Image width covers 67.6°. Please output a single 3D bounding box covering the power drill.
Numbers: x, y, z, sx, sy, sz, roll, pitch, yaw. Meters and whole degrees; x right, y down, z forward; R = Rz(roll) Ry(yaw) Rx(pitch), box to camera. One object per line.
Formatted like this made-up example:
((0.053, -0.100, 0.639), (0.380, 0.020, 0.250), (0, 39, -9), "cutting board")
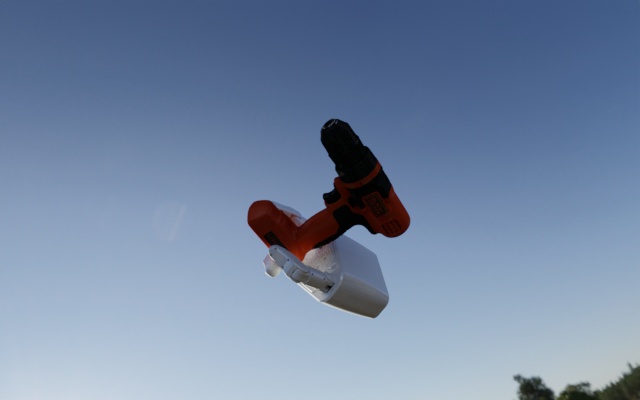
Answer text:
((0.000, 0.002, 0.621), (0.188, 0.184, 0.057), (-25, 29, 22), "power drill")
